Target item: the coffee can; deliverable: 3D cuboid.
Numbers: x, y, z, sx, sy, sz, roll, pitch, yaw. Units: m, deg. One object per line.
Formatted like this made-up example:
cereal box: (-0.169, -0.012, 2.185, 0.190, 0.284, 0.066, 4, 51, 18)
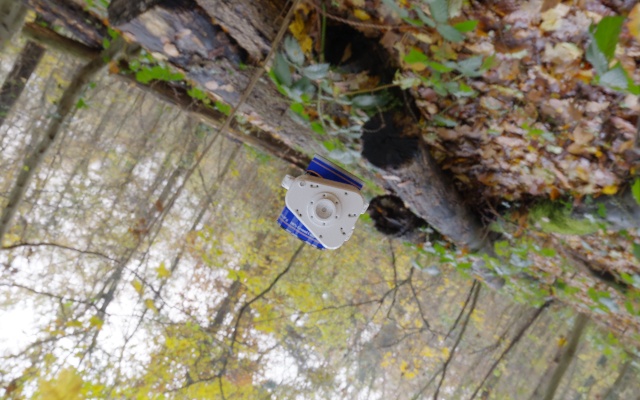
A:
coffee can: (0.000, 0.003, 0.844, 0.103, 0.140, 0.103, 30, 3, -2)
